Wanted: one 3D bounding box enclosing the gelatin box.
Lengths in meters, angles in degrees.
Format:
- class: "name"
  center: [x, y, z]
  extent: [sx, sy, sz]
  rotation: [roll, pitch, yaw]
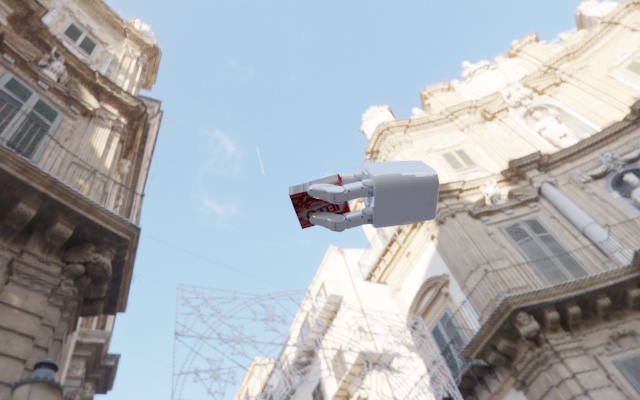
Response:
- class: "gelatin box"
  center: [0.000, 0.002, 0.787]
  extent: [0.089, 0.073, 0.030]
  rotation: [-14, 35, 6]
